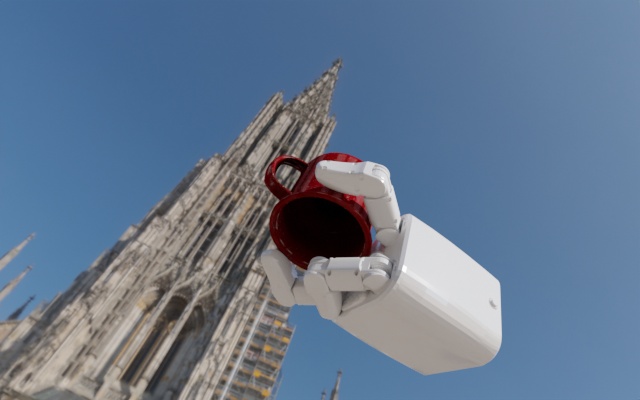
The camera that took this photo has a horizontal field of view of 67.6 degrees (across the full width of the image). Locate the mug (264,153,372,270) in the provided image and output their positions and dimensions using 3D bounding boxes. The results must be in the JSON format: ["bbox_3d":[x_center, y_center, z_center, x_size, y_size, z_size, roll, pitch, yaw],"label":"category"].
[{"bbox_3d":[-0.001,0.001,0.443,0.117,0.093,0.081,36,39,-8],"label":"mug"}]
